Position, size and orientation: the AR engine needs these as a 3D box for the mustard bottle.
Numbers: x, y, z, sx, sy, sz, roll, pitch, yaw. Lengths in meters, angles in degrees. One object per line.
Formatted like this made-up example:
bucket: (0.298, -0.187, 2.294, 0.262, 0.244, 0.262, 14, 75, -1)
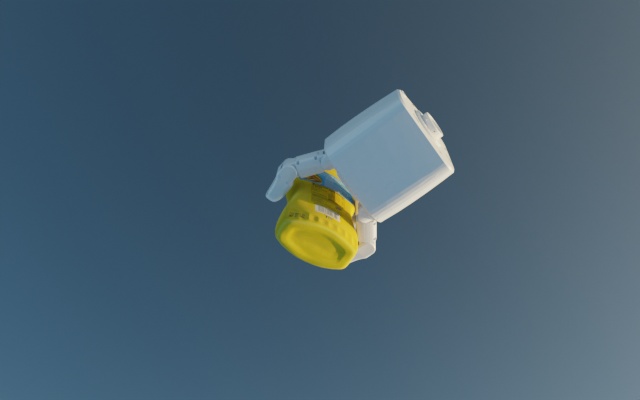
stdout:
mustard bottle: (0.000, 0.002, 0.618, 0.096, 0.058, 0.191, 25, 30, -11)
